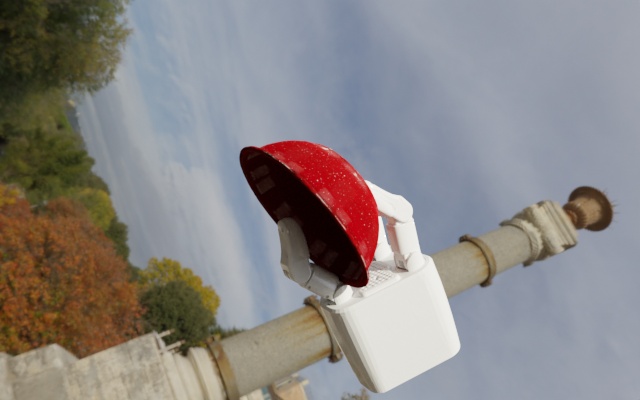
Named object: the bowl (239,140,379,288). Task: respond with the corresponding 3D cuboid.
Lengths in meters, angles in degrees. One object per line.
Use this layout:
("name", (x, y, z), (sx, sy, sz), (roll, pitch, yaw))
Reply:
("bowl", (0.000, 0.000, 0.430), (0.055, 0.162, 0.162), (-42, 16, -18))
